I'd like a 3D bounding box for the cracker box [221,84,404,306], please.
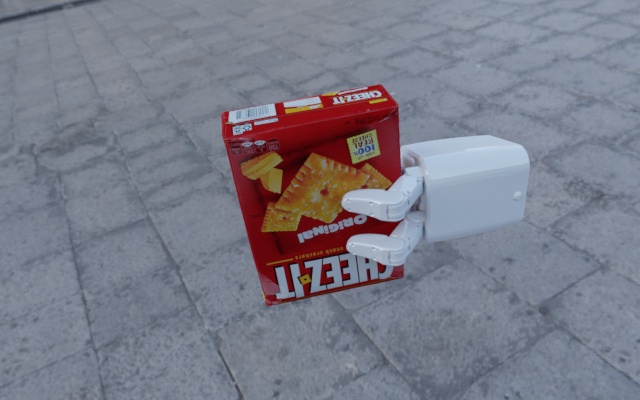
[{"bbox_3d":[0.000,0.001,0.503,0.164,0.214,0.072,-11,33,-4],"label":"cracker box"}]
